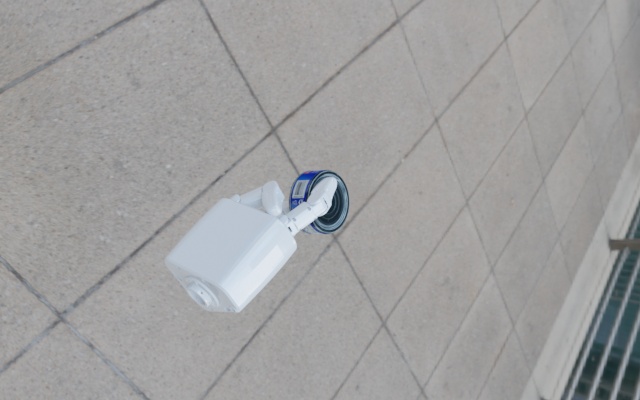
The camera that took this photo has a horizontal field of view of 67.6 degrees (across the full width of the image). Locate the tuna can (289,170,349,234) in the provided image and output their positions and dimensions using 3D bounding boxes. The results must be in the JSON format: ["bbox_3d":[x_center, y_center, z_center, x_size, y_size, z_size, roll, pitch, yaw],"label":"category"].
[{"bbox_3d":[0.001,0.002,0.632,0.034,0.086,0.086,-1,-1,43],"label":"tuna can"}]
